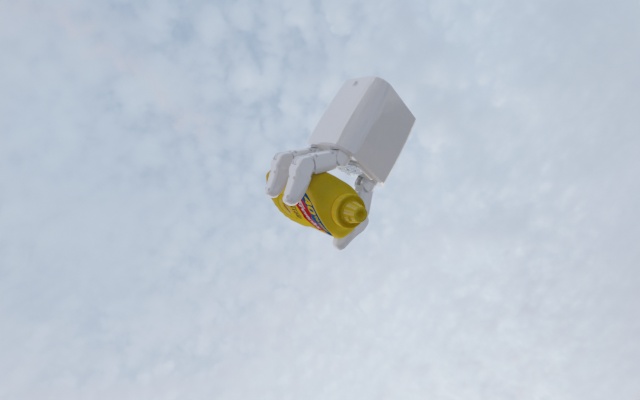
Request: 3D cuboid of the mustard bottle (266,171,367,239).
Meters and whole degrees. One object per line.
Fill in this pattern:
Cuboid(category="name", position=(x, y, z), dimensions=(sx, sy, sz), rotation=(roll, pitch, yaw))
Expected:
Cuboid(category="mustard bottle", position=(0.000, 0.002, 0.616), dimensions=(0.058, 0.096, 0.191), rotation=(-38, 24, -19))
